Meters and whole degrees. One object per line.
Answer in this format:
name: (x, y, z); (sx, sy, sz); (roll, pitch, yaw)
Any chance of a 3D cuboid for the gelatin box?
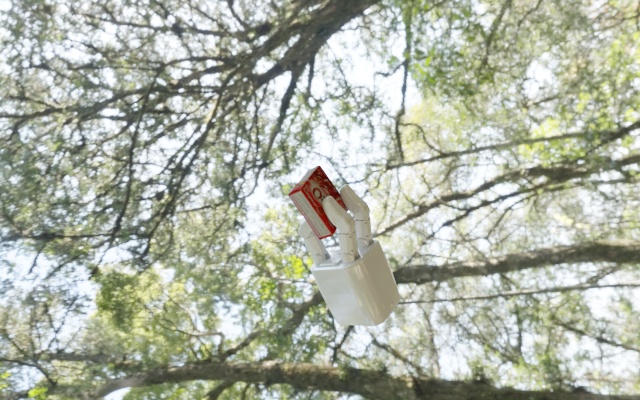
gelatin box: (0.000, 0.002, 0.720); (0.030, 0.089, 0.073); (-22, 21, 37)
